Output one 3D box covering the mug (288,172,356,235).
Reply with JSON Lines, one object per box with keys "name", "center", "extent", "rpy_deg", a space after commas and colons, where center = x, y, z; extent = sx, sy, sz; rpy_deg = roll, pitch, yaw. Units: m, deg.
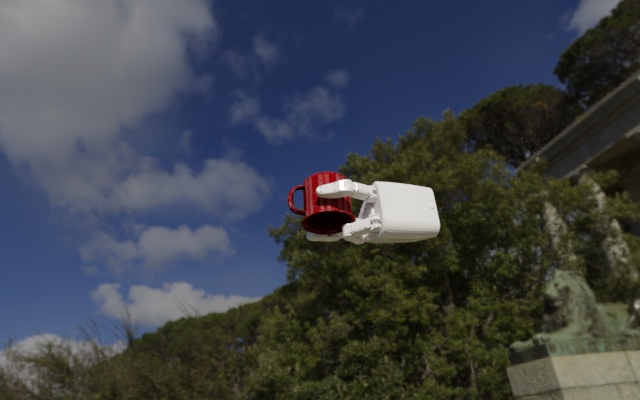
{"name": "mug", "center": [-0.001, 0.002, 0.828], "extent": [0.117, 0.081, 0.093], "rpy_deg": [5, -30, -16]}
